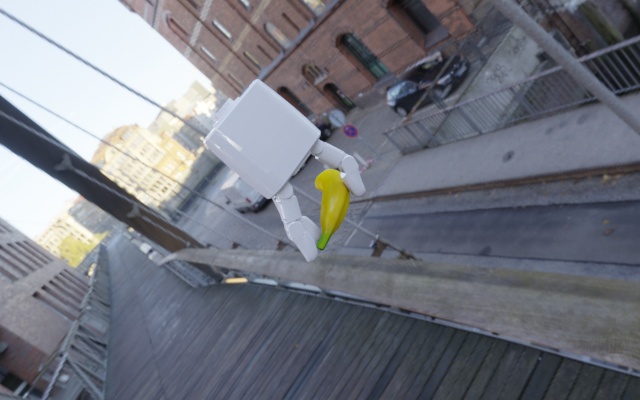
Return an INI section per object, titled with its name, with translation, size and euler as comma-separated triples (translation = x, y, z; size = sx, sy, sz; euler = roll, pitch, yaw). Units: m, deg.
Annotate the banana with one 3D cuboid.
[banana]
translation = 0.013, -0.009, 0.681
size = 0.037, 0.070, 0.197
euler = 39, 21, -16
